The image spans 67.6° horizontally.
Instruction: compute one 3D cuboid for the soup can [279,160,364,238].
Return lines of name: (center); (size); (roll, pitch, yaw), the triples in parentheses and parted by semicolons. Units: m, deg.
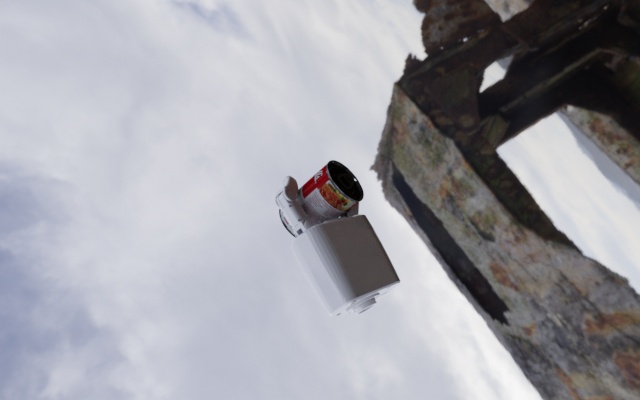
soup can: (0.000, 0.002, 0.655); (0.102, 0.068, 0.068); (-40, -22, 28)
